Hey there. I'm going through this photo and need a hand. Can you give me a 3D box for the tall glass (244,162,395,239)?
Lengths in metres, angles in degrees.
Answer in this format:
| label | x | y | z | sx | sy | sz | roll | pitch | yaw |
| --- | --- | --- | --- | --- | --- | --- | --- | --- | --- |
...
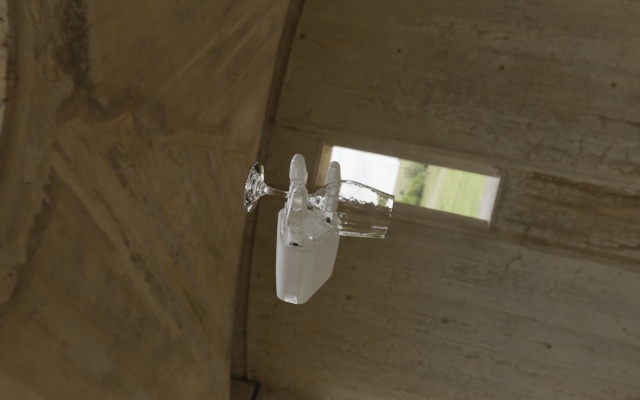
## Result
| label | x | y | z | sx | sy | sz | roll | pitch | yaw |
| --- | --- | --- | --- | --- | --- | --- | --- | --- | --- |
| tall glass | -0.001 | 0.002 | 0.672 | 0.201 | 0.079 | 0.079 | 12 | 2 | 9 |
